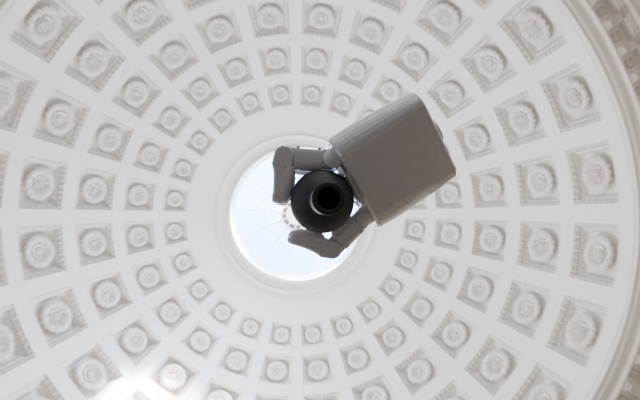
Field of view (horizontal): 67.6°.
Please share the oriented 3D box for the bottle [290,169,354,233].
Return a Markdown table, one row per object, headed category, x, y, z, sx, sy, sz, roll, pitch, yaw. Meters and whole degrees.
| category | x | y | z | sx | sy | sz | roll | pitch | yaw |
| --- | --- | --- | --- | --- | --- | --- | --- | --- | --- |
| bottle | 0.000 | 0.002 | 0.532 | 0.069 | 0.069 | 0.296 | 0 | -1 | -3 |
